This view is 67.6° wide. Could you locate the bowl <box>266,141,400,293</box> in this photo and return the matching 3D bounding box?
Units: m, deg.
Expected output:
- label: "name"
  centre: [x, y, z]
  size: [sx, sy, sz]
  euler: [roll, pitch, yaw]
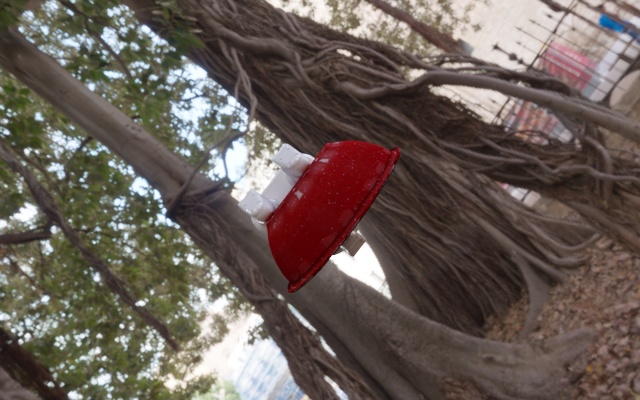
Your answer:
- label: "bowl"
  centre: [0.000, 0.001, 0.427]
  size: [0.055, 0.162, 0.162]
  euler: [37, -3, -4]
